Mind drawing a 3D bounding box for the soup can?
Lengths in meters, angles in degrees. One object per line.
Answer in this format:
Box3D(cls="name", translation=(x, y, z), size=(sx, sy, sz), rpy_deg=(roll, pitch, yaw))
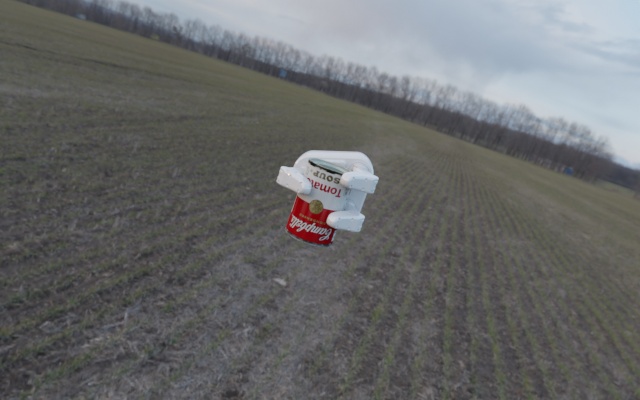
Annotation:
Box3D(cls="soup can", translation=(0.000, 0.002, 0.637), size=(0.068, 0.102, 0.068), rpy_deg=(18, 13, -4))
